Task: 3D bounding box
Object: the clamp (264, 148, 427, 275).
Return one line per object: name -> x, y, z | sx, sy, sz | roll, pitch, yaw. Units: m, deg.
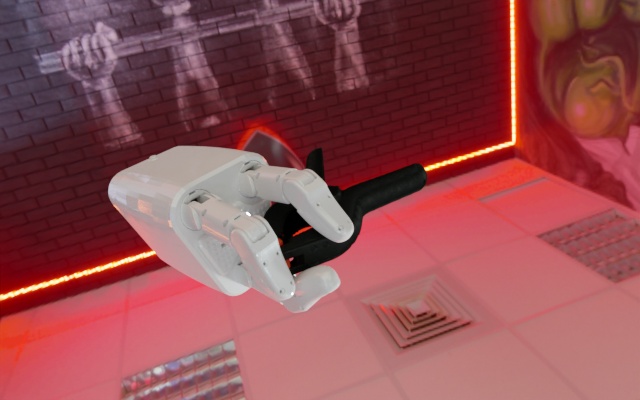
clamp -> 0.000, 0.002, 0.408 | 0.120, 0.039, 0.171 | 13, 35, 39
